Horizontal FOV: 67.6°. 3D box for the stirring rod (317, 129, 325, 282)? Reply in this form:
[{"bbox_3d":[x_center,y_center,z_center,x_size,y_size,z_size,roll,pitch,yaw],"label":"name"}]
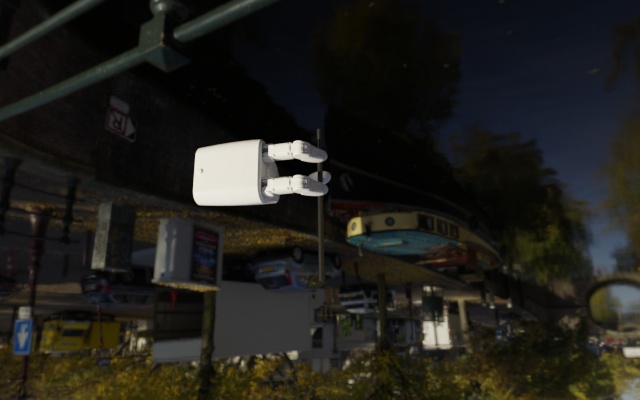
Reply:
[{"bbox_3d":[0.000,0.002,0.723,0.011,0.239,0.011,-1,-17,0],"label":"stirring rod"}]
